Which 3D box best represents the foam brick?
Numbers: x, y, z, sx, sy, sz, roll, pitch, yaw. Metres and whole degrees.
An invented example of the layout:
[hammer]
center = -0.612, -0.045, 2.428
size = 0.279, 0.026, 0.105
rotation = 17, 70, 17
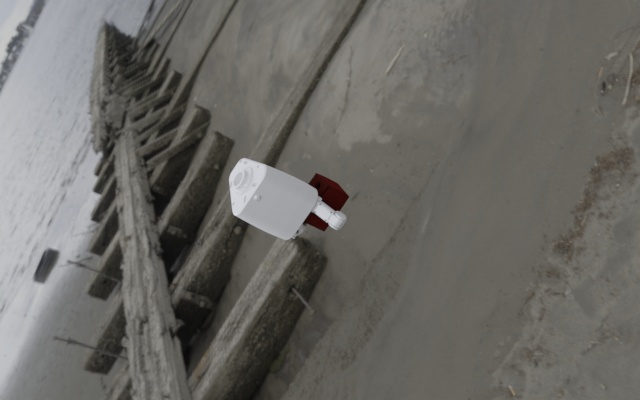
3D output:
[foam brick]
center = 0.000, 0.002, 0.816
size = 0.051, 0.078, 0.053
rotation = 28, 13, -35
